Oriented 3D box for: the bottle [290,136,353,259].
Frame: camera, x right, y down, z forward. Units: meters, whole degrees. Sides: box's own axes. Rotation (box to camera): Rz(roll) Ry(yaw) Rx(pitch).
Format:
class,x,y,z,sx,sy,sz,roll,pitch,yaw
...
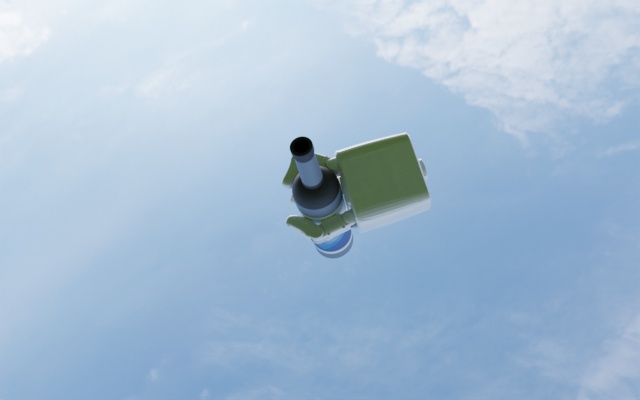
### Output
class,x,y,z,sx,sy,sz,roll,pitch,yaw
bottle,0.000,0.002,0.677,0.069,0.069,0.296,0,-26,10
